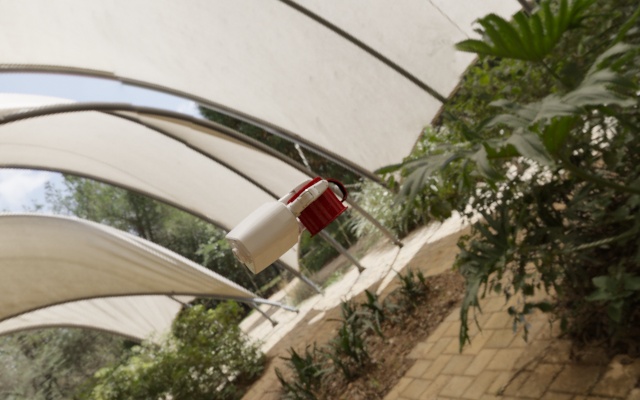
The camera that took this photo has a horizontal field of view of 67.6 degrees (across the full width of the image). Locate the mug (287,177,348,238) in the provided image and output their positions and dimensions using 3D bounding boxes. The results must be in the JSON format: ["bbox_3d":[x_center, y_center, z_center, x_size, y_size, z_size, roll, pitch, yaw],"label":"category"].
[{"bbox_3d":[0.001,0.002,0.900,0.117,0.081,0.093,-39,0,-22],"label":"mug"}]
